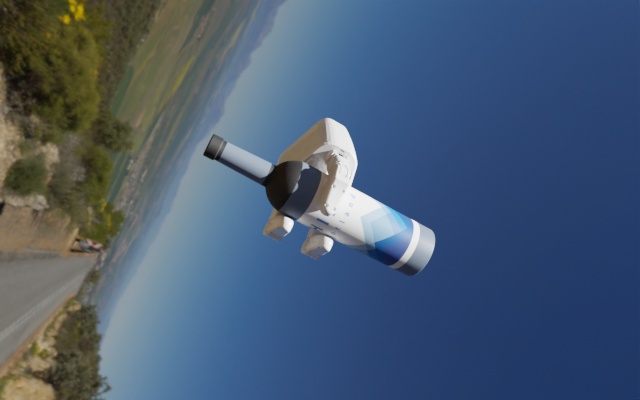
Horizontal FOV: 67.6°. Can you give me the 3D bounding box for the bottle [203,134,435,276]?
[{"bbox_3d":[0.000,0.002,0.575,0.296,0.069,0.069,27,-8,-16],"label":"bottle"}]
